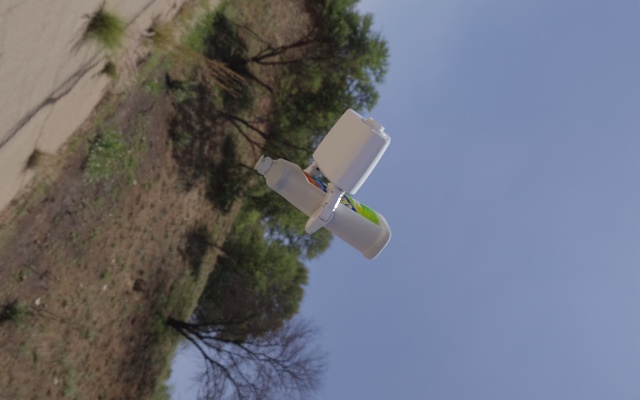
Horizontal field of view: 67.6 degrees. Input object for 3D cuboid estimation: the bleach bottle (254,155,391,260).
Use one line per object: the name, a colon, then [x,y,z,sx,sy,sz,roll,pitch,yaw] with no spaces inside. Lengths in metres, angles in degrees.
bleach bottle: [0.000,0.003,0.821,0.251,0.068,0.102,32,18,-17]
